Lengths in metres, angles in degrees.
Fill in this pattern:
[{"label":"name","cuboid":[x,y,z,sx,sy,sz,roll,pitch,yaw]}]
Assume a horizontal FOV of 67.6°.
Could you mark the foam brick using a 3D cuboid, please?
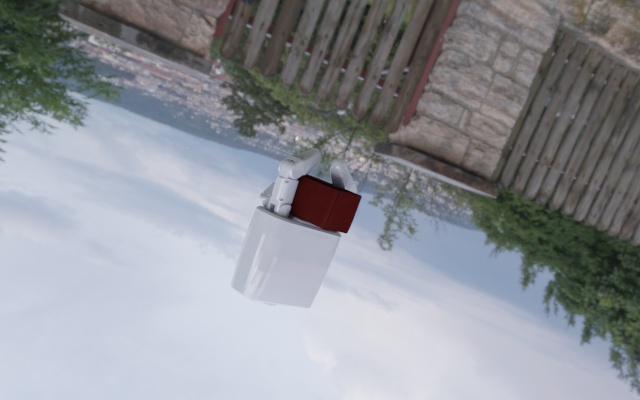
[{"label":"foam brick","cuboid":[0.000,0.002,0.581,0.078,0.051,0.053,23,4,37]}]
